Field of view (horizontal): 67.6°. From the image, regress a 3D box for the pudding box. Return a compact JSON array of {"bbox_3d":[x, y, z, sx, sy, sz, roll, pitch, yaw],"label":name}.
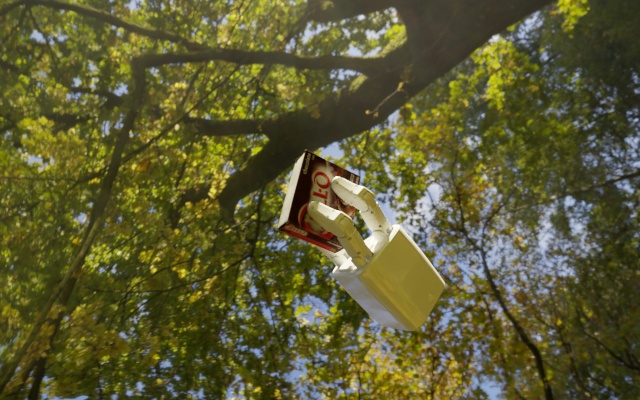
[{"bbox_3d":[0.000,0.002,0.632,0.090,0.113,0.039,25,-33,-22],"label":"pudding box"}]
